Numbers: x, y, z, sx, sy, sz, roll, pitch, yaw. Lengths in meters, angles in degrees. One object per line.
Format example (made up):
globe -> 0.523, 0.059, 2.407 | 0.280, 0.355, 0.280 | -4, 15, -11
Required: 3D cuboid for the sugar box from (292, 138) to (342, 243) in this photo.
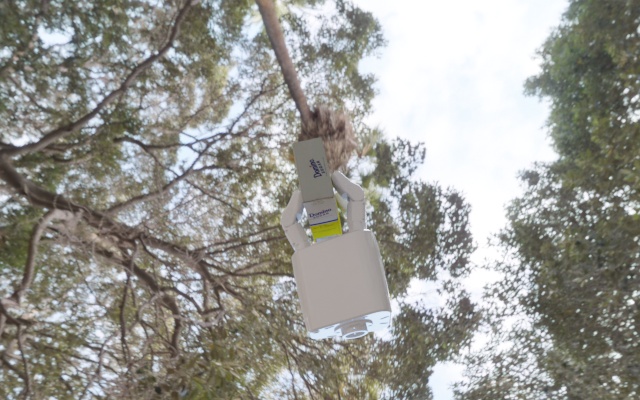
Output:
sugar box -> 0.001, 0.002, 0.664 | 0.048, 0.093, 0.176 | -11, -29, -1
